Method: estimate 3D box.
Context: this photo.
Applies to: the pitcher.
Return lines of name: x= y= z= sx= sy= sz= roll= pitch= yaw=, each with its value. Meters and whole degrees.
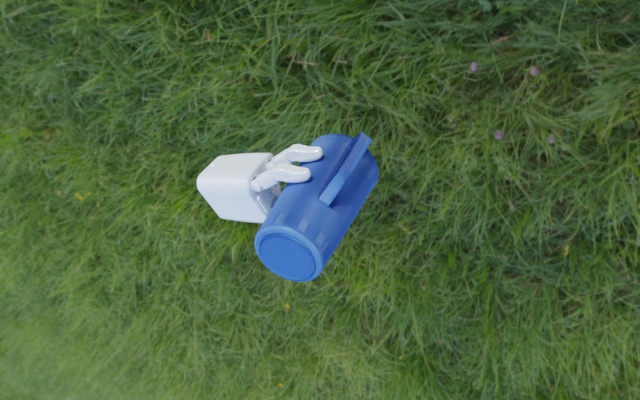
pitcher: x=0.000 y=0.002 z=0.750 sx=0.145 sy=0.149 sz=0.242 roll=2 pitch=38 yaw=26
